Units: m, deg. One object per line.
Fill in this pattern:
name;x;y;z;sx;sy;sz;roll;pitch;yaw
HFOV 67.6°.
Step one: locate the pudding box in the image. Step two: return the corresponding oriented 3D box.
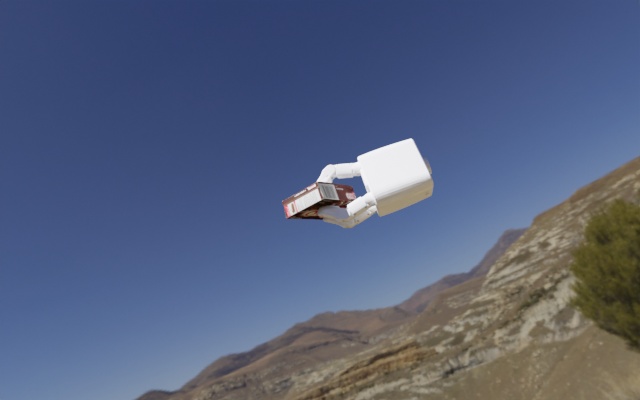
pudding box;0.000;0.003;0.871;0.090;0.039;0.113;-29;-21;32
